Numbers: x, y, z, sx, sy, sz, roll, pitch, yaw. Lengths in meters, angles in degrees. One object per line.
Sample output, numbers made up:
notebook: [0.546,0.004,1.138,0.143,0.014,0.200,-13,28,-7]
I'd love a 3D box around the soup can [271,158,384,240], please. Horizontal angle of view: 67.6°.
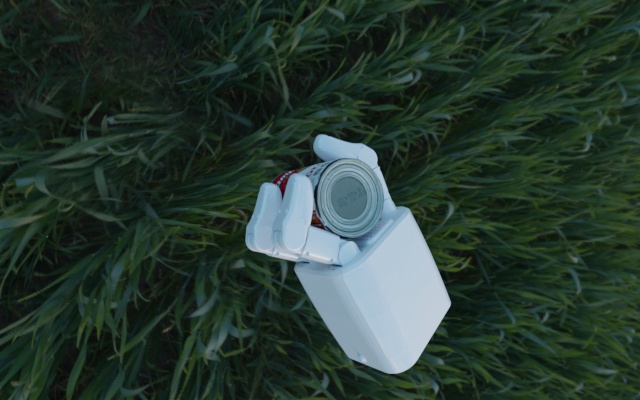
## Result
soup can: [0.000,0.001,0.426,0.068,0.068,0.102,0,-4,-30]
